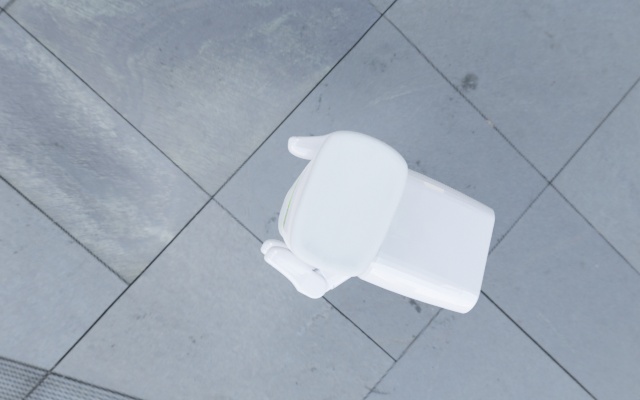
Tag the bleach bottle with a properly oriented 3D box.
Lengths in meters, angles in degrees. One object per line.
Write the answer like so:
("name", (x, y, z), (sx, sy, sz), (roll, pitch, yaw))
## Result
("bleach bottle", (0.000, 0.002, 0.447), (0.068, 0.102, 0.251), (22, -2, -9))
